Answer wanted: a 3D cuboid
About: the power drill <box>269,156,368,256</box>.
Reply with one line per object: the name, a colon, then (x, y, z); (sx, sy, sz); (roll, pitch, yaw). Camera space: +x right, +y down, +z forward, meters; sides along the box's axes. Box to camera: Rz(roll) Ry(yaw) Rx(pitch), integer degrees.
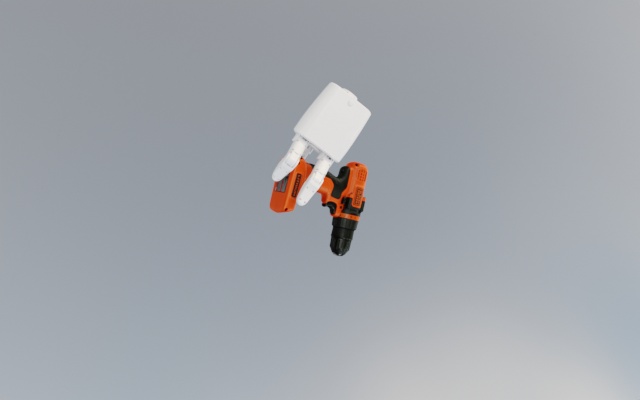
power drill: (0.000, 0.003, 0.884); (0.188, 0.184, 0.057); (15, -5, -38)
